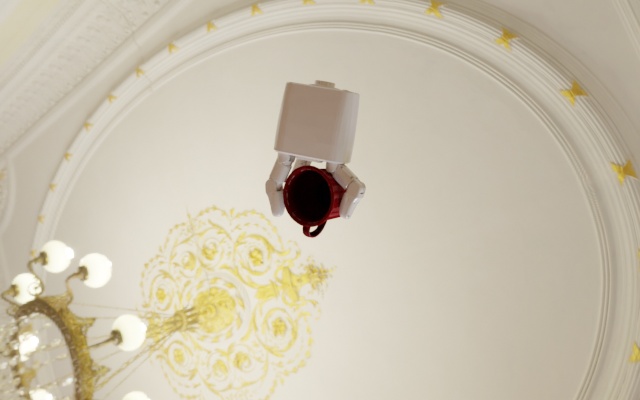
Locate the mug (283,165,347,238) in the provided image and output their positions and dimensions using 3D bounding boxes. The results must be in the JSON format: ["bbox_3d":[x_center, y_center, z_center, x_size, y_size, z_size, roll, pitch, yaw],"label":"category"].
[{"bbox_3d":[0.000,0.004,0.749,0.093,0.117,0.081,17,14,30],"label":"mug"}]
